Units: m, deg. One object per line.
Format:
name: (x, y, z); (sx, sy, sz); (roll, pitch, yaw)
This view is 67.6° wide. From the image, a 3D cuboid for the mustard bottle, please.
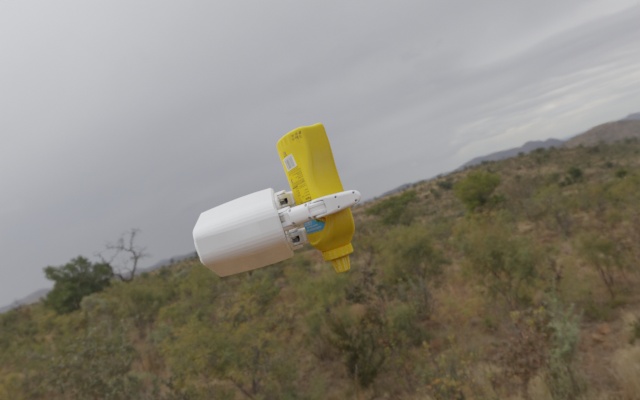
mustard bottle: (0.000, 0.002, 0.628); (0.058, 0.191, 0.096); (-17, -3, -27)
